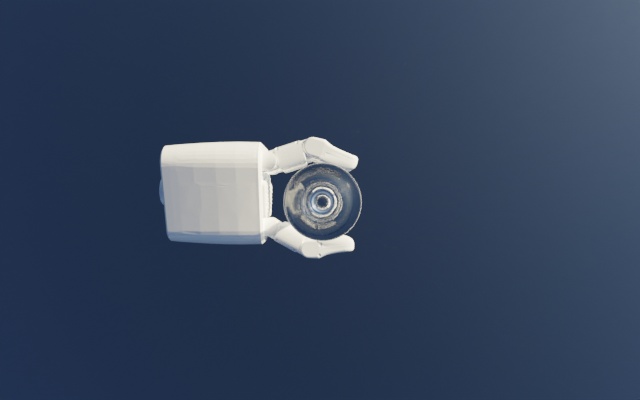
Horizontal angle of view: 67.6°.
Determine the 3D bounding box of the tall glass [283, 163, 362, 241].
[{"bbox_3d":[0.000,0.002,0.549,0.079,0.079,0.201,0,0,-1],"label":"tall glass"}]
